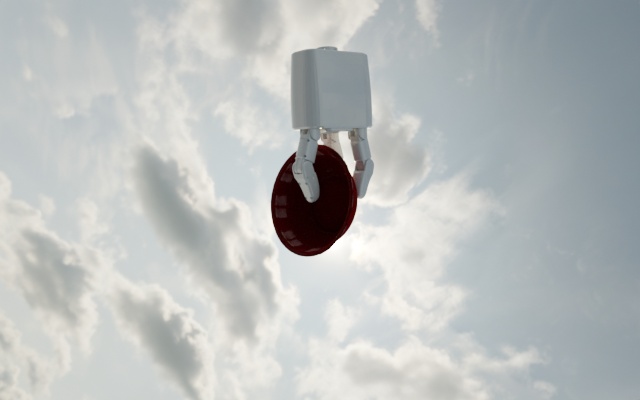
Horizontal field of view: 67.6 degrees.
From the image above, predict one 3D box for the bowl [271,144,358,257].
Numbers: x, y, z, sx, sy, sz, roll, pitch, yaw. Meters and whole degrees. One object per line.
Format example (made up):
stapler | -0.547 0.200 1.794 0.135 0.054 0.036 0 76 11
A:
bowl | 0.000 0.004 0.697 0.162 0.162 0.055 0 -7 43
